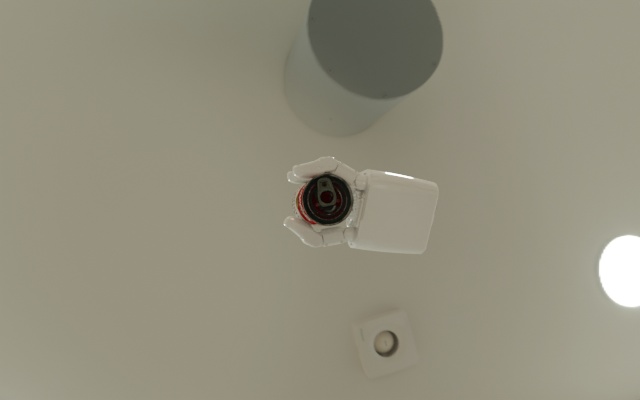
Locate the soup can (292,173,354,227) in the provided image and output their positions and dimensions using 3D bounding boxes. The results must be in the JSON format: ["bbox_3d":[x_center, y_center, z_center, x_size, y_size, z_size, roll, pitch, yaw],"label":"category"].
[{"bbox_3d":[0.000,0.002,0.661,0.068,0.068,0.102,0,-4,-11],"label":"soup can"}]
